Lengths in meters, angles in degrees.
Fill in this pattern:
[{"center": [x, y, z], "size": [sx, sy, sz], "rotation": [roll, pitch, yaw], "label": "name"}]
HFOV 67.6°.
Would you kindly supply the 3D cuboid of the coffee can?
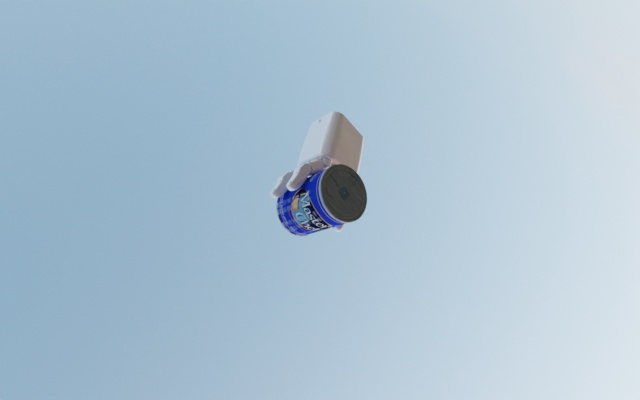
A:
[{"center": [0.000, 0.003, 0.864], "size": [0.103, 0.102, 0.140], "rotation": [0, -13, -38], "label": "coffee can"}]
